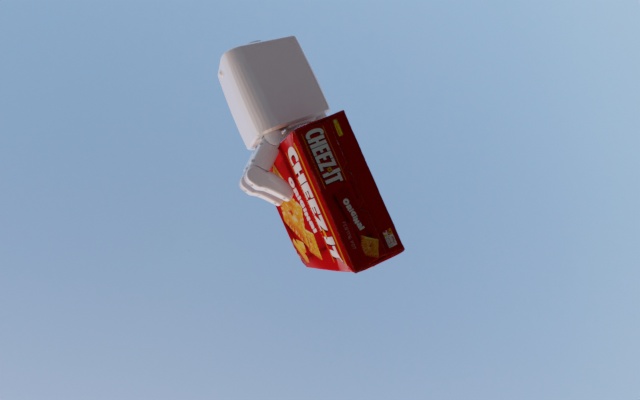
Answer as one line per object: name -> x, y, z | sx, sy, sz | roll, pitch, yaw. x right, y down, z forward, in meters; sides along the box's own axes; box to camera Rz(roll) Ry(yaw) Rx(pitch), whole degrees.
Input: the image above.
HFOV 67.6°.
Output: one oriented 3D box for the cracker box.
cracker box -> 0.000, 0.002, 0.591 | 0.072, 0.164, 0.214 | -25, 1, -16
